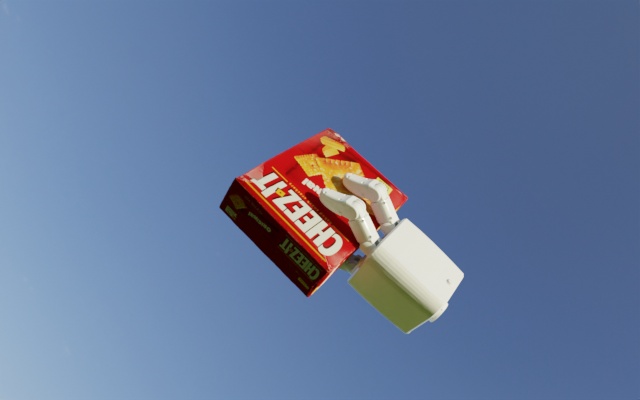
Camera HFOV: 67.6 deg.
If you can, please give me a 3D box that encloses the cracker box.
[{"bbox_3d":[0.000,0.002,0.650,0.213,0.164,0.072,-36,-14,-47],"label":"cracker box"}]
